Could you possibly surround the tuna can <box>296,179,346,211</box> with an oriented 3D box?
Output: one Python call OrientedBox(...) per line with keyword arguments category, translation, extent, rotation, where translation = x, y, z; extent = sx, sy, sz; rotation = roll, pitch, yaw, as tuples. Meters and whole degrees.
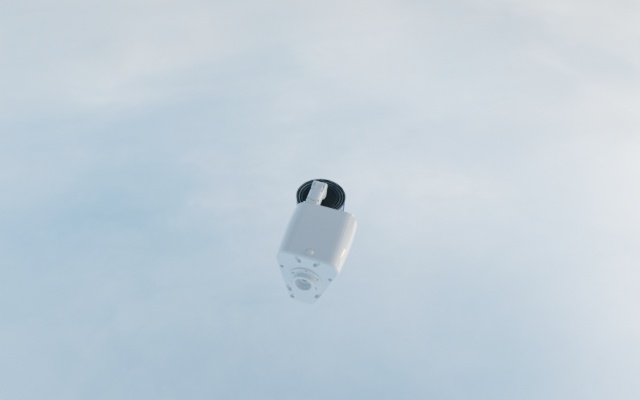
OrientedBox(category="tuna can", translation=(0.000, 0.003, 0.831), extent=(0.086, 0.034, 0.086), rotation=(2, 44, -2))
